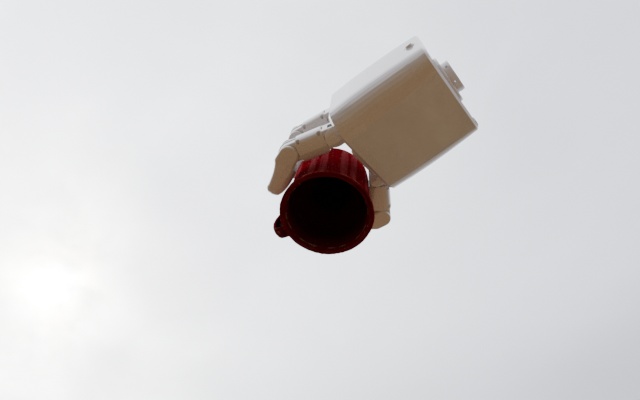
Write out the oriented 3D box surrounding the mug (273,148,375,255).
[{"bbox_3d":[-0.001,0.002,0.504,0.117,0.093,0.081,-33,20,20],"label":"mug"}]
